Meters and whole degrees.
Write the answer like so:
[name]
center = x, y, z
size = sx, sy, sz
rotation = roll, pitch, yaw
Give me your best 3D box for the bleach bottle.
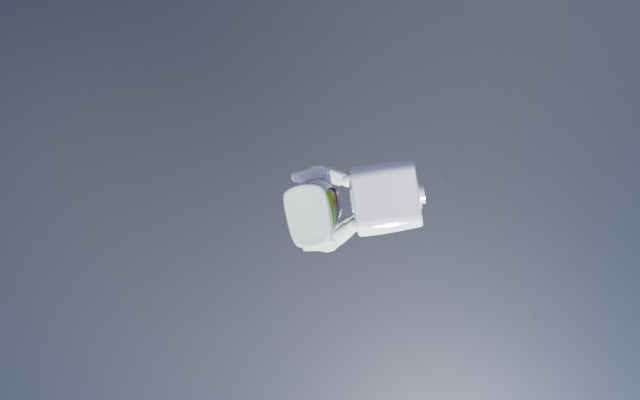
[bleach bottle]
center = 0.000, 0.003, 0.827
size = 0.068, 0.102, 0.250
rotation = -8, 9, 10
